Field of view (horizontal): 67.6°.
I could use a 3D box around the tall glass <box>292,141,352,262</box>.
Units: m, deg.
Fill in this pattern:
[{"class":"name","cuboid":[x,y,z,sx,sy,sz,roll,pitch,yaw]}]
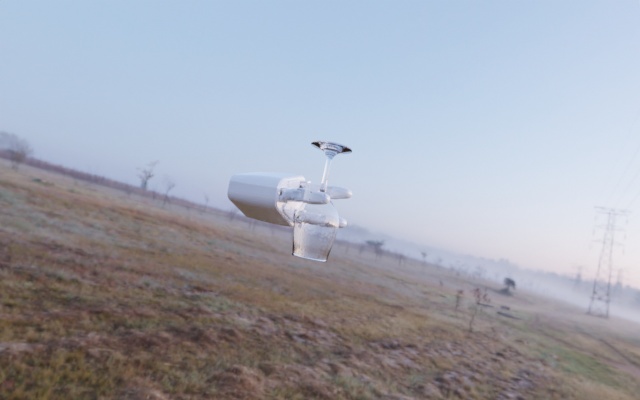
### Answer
[{"class":"tall glass","cuboid":[0.000,0.002,0.830,0.079,0.201,0.079,11,-7,1]}]
